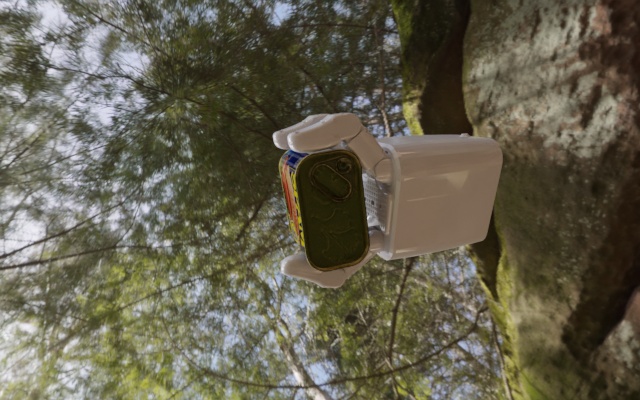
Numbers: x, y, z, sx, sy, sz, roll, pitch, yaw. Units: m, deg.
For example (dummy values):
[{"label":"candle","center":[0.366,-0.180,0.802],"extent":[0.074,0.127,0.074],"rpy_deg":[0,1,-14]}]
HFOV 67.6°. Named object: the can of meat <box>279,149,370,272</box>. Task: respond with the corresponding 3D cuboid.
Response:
[{"label":"can of meat","center":[0.000,0.001,0.434],"extent":[0.057,0.102,0.084],"rpy_deg":[-11,14,-14]}]
